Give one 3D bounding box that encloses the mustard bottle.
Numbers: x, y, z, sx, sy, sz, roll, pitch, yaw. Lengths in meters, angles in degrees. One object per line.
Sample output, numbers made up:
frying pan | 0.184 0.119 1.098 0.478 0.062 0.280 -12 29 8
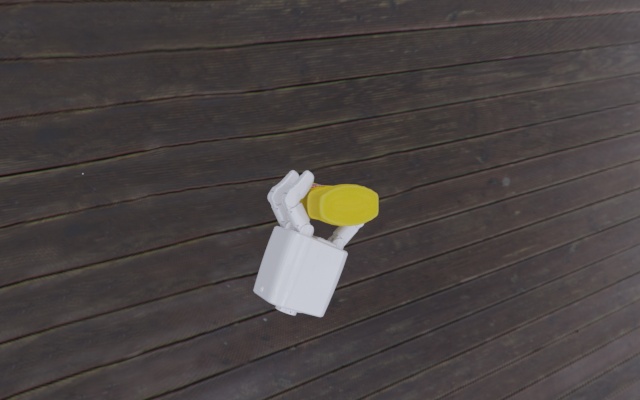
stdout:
mustard bottle | 0.000 0.002 0.732 0.096 0.058 0.191 -4 5 -26
